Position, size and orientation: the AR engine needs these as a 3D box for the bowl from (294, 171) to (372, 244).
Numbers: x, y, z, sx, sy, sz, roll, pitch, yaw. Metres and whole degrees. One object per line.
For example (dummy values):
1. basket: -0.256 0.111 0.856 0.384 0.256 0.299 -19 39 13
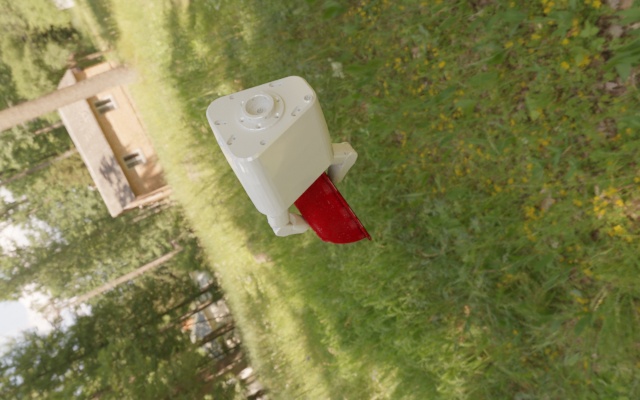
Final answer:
1. bowl: 0.000 0.003 0.638 0.055 0.162 0.162 -36 -1 2
